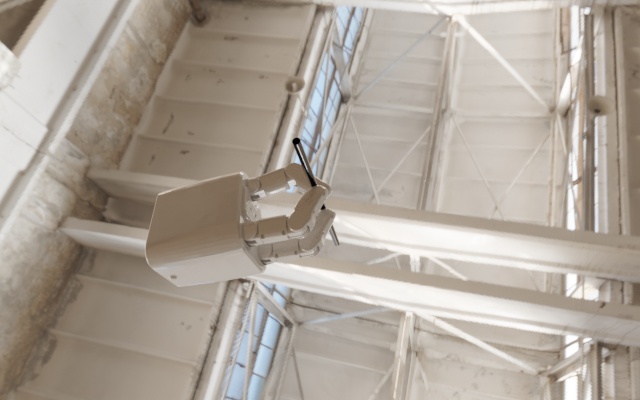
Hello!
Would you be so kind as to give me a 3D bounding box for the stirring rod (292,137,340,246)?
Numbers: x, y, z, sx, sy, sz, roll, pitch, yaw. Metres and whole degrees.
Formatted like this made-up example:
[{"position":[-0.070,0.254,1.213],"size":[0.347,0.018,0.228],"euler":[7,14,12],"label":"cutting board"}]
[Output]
[{"position":[0.000,0.002,0.539],"size":[0.011,0.011,0.240],"euler":[0,-28,12],"label":"stirring rod"}]
